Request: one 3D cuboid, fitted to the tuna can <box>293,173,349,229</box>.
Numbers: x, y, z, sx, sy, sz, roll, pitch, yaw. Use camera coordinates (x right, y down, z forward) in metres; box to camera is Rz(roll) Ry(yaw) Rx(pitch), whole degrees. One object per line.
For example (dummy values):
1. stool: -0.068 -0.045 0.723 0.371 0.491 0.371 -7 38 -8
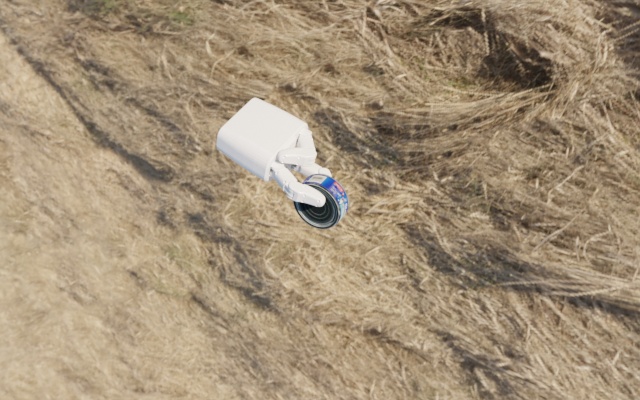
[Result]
1. tuna can: 0.000 0.003 0.755 0.086 0.086 0.033 0 30 33
